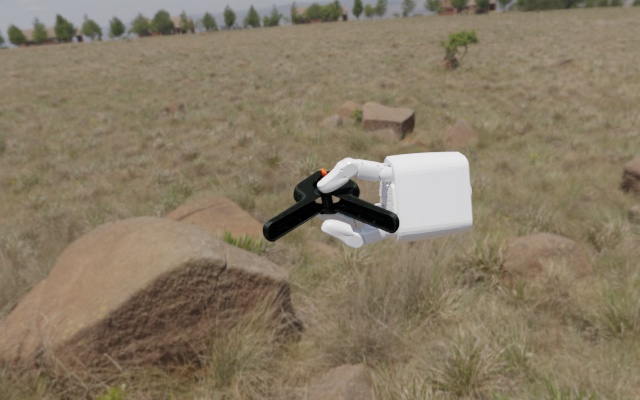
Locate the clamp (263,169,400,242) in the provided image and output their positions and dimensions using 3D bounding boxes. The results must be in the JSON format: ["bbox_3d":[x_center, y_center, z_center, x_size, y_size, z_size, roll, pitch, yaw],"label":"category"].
[{"bbox_3d":[0.000,0.001,0.652,0.164,0.036,0.210,-6,22,-7],"label":"clamp"}]
